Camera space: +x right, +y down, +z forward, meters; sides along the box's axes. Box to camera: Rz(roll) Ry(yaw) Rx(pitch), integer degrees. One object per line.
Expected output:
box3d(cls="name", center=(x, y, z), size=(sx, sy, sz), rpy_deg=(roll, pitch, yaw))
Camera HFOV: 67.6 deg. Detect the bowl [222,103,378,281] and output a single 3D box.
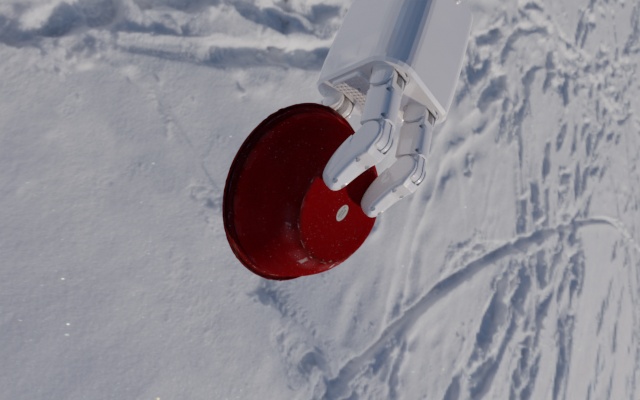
box3d(cls="bowl", center=(0.000, 0.003, 0.406), size=(0.162, 0.162, 0.055), rpy_deg=(0, 15, -43))
